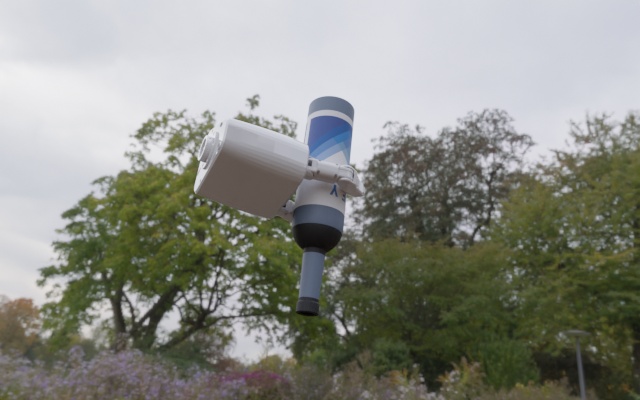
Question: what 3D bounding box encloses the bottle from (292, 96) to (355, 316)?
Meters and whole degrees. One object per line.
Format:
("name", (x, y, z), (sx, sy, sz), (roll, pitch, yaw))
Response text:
("bottle", (0.000, 0.002, 0.627), (0.069, 0.295, 0.069), (6, -25, 3))
